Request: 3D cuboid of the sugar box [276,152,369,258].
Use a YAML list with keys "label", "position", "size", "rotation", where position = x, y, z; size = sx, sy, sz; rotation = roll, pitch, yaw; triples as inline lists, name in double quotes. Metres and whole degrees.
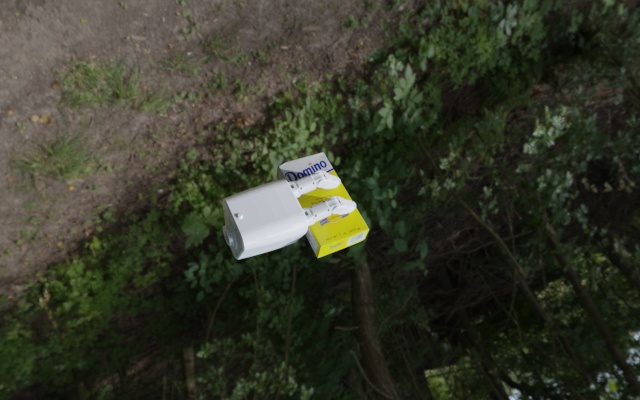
- label: "sugar box"
  position: [0.000, 0.003, 0.818]
  size: [0.093, 0.176, 0.048]
  rotation: [-18, -27, -21]
